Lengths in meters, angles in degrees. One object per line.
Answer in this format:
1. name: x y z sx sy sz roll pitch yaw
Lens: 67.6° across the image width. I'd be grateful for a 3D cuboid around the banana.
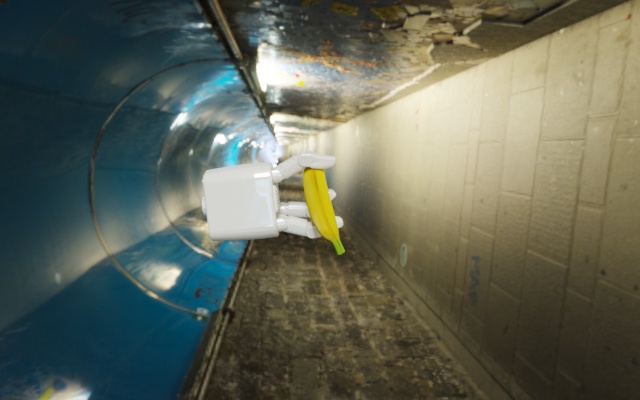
1. banana: -0.003 -0.008 0.733 0.037 0.197 0.070 -15 -45 3
